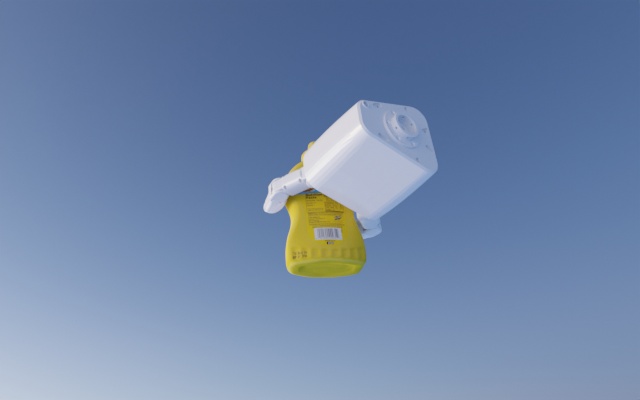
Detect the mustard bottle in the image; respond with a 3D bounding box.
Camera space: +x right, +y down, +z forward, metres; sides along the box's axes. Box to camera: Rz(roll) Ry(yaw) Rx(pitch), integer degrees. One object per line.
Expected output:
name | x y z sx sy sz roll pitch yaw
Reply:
mustard bottle | 0.000 0.002 0.619 0.096 0.191 0.058 0 -32 -10
